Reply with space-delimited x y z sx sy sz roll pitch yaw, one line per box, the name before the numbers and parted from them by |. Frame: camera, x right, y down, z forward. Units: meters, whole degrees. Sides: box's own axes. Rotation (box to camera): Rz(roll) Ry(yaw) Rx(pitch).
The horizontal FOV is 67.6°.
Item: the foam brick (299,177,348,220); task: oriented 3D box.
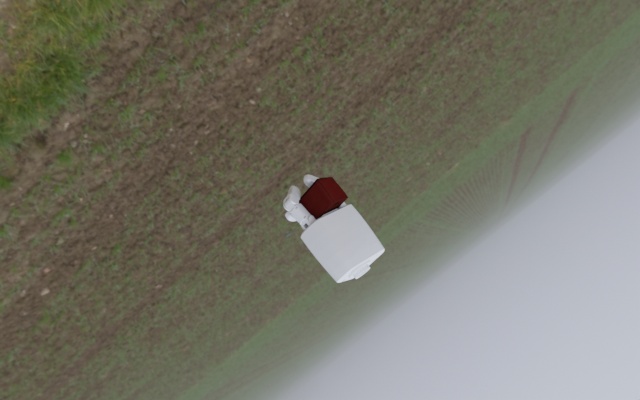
foam brick | 0.000 0.003 0.854 0.078 0.051 0.053 -48 -19 30
